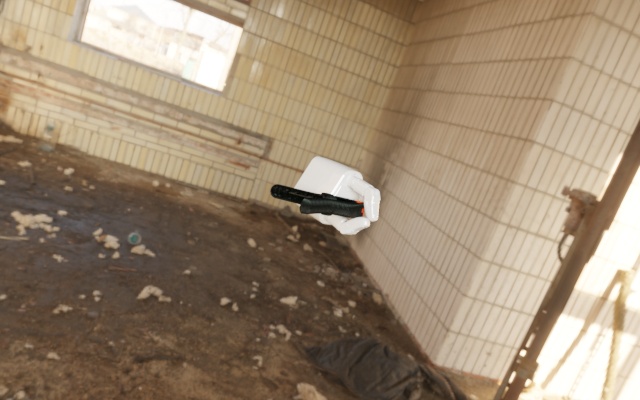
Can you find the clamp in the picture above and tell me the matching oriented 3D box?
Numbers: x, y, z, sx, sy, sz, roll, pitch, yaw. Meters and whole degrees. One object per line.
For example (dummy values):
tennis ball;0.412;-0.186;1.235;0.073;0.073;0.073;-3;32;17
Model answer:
clamp;0.001;0.002;0.825;0.171;0.039;0.120;10;15;-43
